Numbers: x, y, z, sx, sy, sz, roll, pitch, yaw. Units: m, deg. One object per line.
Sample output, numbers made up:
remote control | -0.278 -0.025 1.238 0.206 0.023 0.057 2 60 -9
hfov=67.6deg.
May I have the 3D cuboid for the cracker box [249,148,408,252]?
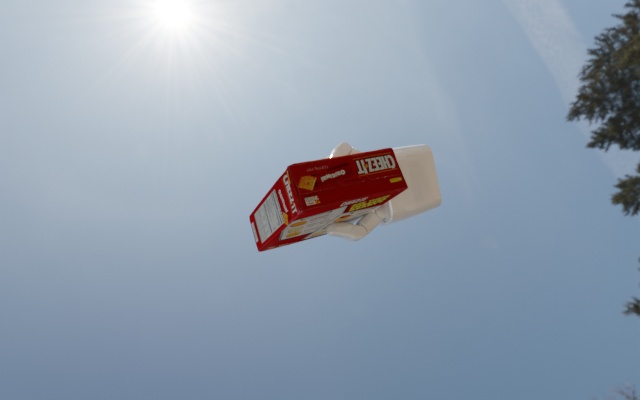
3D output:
cracker box | 0.000 0.003 0.707 0.164 0.072 0.214 -13 -14 -26
